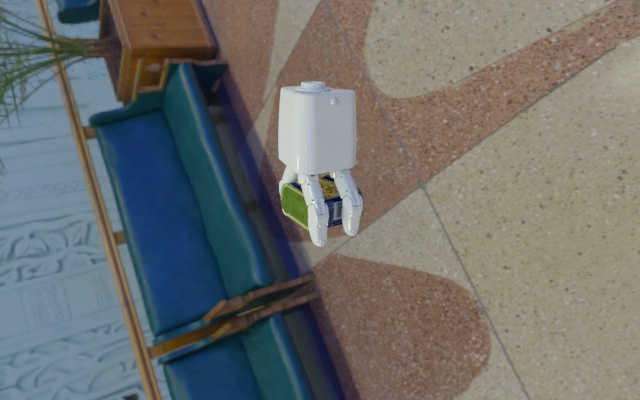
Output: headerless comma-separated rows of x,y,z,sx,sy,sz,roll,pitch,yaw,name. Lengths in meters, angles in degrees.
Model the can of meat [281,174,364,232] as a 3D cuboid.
0.000,0.002,0.715,0.084,0.057,0.102,-12,26,-34,can of meat
